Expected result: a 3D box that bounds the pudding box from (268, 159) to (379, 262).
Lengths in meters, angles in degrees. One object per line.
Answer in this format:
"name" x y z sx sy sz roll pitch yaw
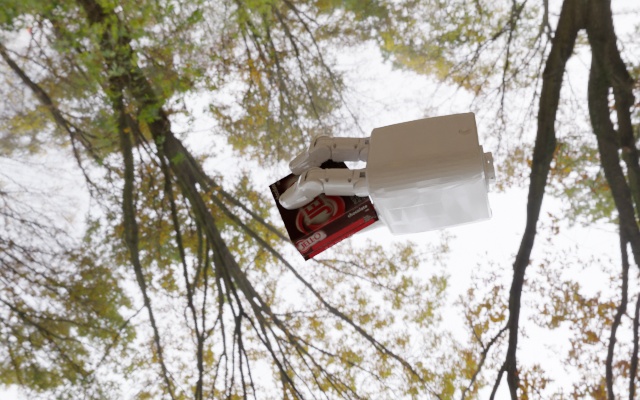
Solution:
"pudding box" 0.000 0.002 0.519 0.090 0.039 0.113 -29 36 0
